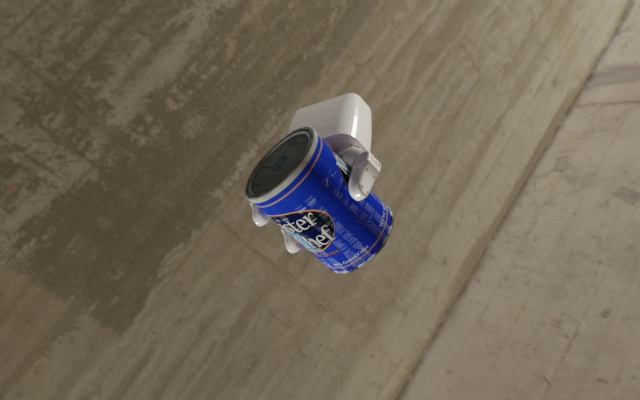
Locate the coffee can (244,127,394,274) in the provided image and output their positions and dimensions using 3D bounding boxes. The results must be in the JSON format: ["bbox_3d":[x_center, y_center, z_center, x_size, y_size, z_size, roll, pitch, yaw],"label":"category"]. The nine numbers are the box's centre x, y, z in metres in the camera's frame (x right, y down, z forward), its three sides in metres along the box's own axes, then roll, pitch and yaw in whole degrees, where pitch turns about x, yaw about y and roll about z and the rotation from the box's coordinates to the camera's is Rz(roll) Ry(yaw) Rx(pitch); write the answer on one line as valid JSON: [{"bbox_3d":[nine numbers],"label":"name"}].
[{"bbox_3d":[0.000,0.002,0.540,0.140,0.102,0.103,43,-23,-26],"label":"coffee can"}]
